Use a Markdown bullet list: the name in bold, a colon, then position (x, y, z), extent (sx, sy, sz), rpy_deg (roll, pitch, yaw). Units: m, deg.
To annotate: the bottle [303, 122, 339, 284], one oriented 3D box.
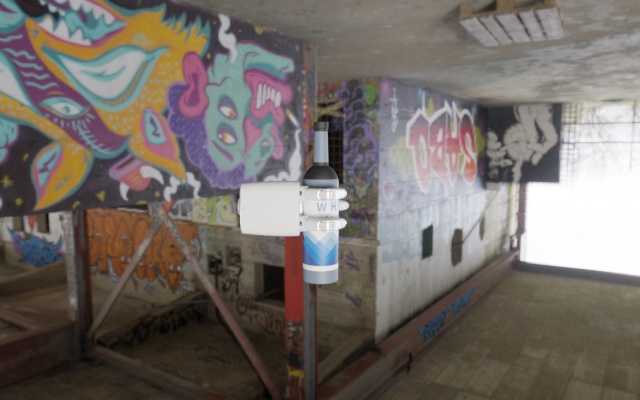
- **bottle**: position (0.000, 0.003, 0.888), extent (0.069, 0.296, 0.069), rpy_deg (0, 6, 0)
